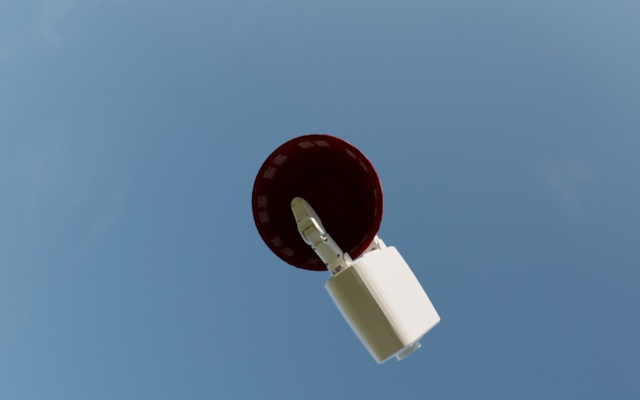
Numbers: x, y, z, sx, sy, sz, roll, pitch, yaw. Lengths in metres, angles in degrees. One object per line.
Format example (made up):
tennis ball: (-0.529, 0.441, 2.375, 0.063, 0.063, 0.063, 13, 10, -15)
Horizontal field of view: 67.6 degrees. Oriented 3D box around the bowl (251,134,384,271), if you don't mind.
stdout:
bowl: (0.000, 0.001, 0.584, 0.162, 0.162, 0.055, 0, 3, 15)
